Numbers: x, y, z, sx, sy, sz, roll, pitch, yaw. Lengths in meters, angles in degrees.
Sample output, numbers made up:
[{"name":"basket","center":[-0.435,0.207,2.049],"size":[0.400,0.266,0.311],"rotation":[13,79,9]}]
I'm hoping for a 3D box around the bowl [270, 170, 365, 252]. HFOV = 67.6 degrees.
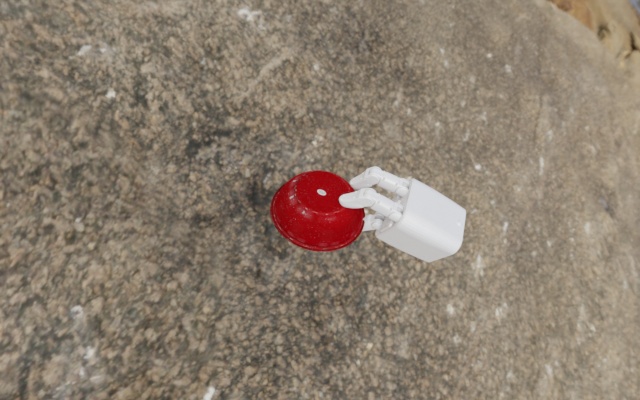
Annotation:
[{"name":"bowl","center":[-0.001,0.002,0.783],"size":[0.162,0.162,0.055],"rotation":[0,-39,-11]}]
